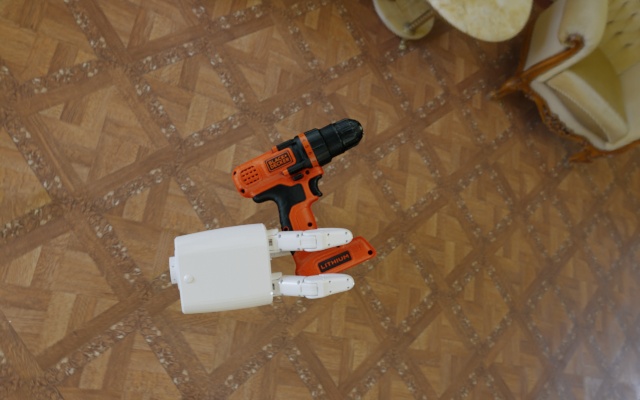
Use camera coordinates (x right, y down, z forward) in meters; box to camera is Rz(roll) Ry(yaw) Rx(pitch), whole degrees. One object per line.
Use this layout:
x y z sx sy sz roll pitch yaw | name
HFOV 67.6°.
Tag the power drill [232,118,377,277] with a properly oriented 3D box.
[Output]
0.000 0.003 0.622 0.184 0.187 0.057 -25 -9 1 | power drill
